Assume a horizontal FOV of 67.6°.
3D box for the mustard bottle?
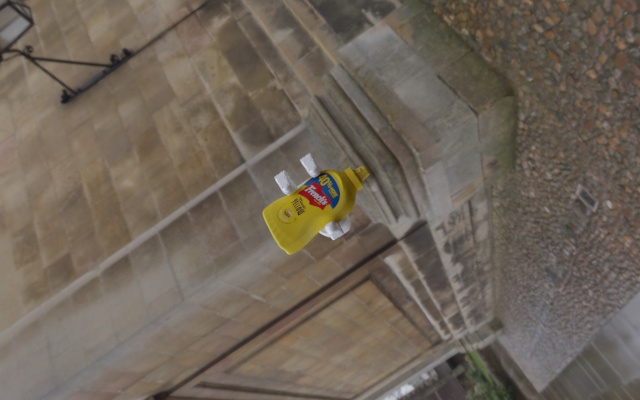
[{"bbox_3d":[0.000,0.003,0.813,0.191,0.096,0.058,-34,-38,4],"label":"mustard bottle"}]
